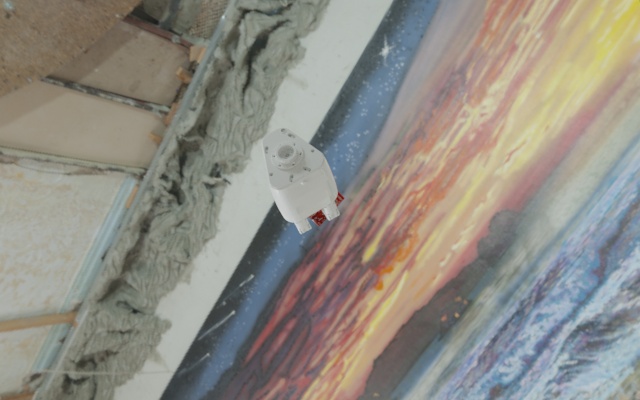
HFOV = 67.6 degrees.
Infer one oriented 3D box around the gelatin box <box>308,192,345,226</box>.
[{"bbox_3d":[0.000,0.003,0.881,0.030,0.073,0.089,41,0,26],"label":"gelatin box"}]
